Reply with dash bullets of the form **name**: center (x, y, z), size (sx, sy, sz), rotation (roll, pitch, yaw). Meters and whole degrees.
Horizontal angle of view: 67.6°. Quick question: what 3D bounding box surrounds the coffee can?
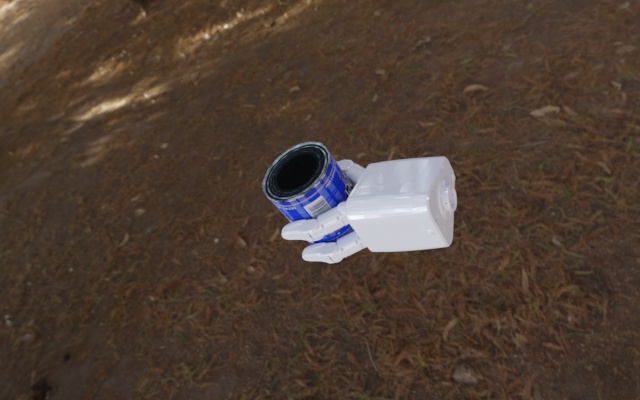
- **coffee can**: center (0.000, 0.002, 0.670), size (0.103, 0.102, 0.140), rotation (0, -37, 37)
